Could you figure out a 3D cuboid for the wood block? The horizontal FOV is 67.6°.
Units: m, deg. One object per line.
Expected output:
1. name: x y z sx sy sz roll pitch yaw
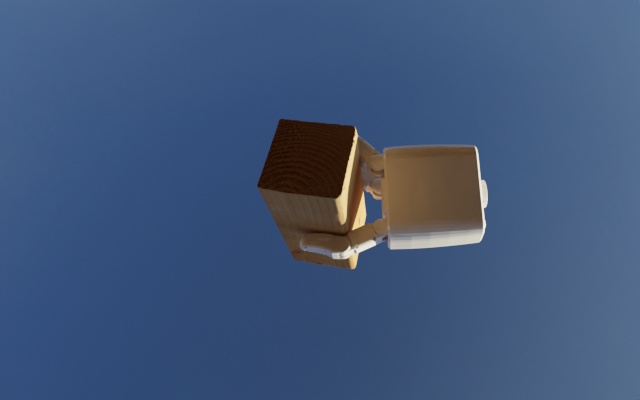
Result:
1. wood block: 0.000 0.002 0.584 0.090 0.090 0.206 8 -27 13
